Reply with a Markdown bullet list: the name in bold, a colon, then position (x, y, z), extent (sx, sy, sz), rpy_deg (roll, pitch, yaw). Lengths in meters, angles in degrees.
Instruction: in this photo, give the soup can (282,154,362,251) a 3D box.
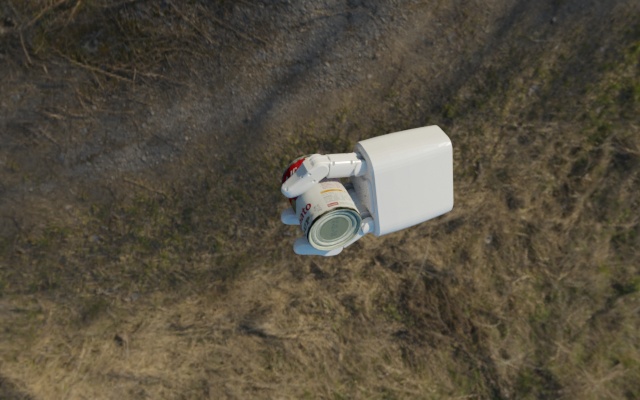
- **soup can**: position (0.000, 0.002, 0.569), extent (0.068, 0.068, 0.102), rpy_deg (0, 40, -26)
